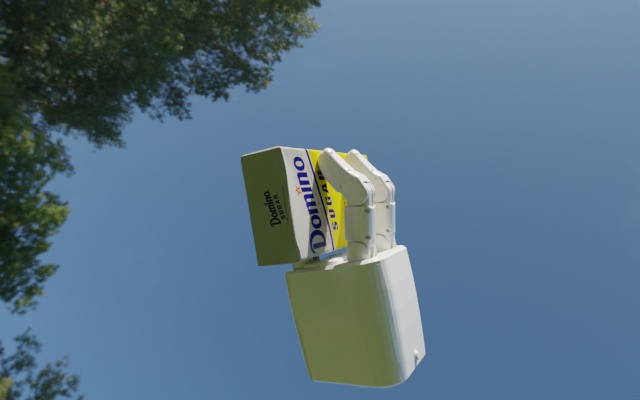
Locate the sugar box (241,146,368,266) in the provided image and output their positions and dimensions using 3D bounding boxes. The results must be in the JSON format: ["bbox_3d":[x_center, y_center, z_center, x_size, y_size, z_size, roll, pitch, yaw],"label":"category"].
[{"bbox_3d":[0.001,0.002,0.448,0.048,0.093,0.176,-10,-1,25],"label":"sugar box"}]
